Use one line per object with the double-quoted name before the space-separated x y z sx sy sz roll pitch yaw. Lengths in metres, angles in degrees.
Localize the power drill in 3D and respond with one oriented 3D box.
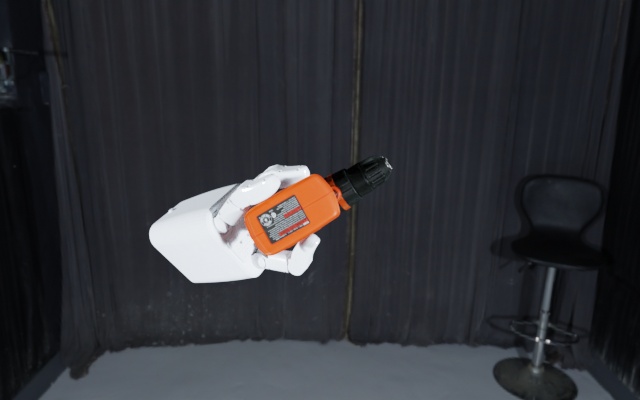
"power drill" 0.000 0.002 0.584 0.184 0.057 0.187 -32 -4 13
